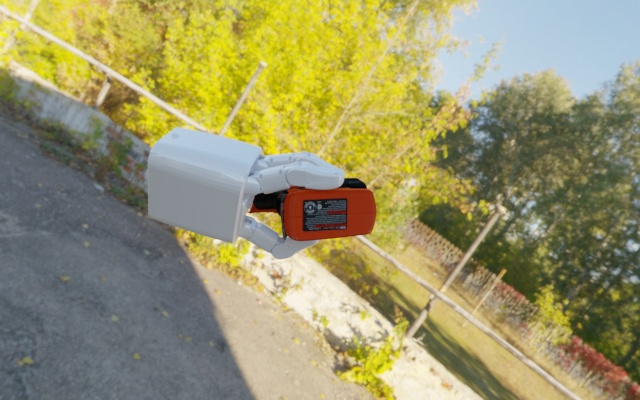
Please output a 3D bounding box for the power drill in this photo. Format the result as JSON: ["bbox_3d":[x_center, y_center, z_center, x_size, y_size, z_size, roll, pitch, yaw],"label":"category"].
[{"bbox_3d":[0.000,0.002,0.606,0.184,0.057,0.187,-5,9,-17],"label":"power drill"}]
